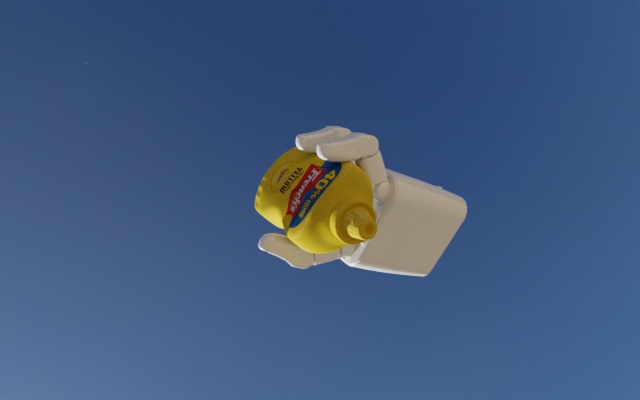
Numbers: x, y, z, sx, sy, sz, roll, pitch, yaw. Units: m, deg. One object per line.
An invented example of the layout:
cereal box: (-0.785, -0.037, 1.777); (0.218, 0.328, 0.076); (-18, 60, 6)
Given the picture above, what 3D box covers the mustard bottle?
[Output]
mustard bottle: (0.000, 0.001, 0.476); (0.058, 0.096, 0.191); (42, -5, -29)
